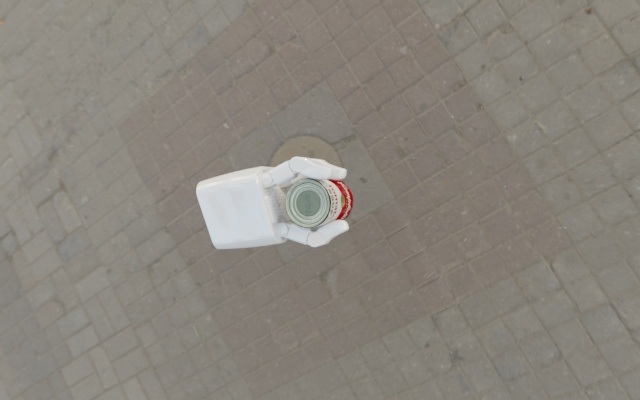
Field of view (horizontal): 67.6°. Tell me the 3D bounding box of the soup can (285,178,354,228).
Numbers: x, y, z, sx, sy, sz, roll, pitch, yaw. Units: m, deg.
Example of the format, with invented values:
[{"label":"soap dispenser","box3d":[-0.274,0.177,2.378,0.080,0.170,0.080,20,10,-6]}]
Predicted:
[{"label":"soup can","box3d":[0.000,0.002,0.677,0.068,0.068,0.102,0,2,21]}]
